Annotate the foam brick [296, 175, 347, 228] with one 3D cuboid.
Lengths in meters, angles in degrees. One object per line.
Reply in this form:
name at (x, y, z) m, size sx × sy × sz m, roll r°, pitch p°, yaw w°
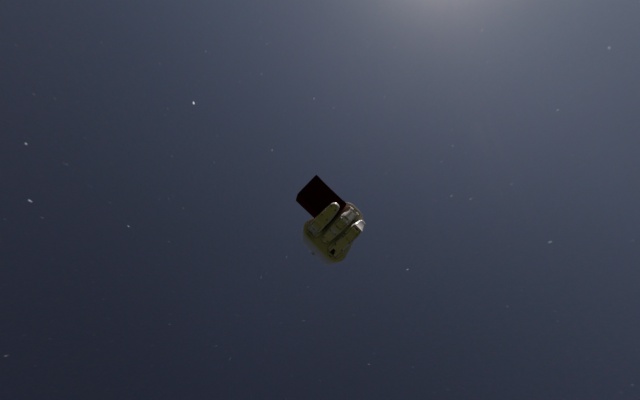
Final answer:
foam brick at (0.000, 0.003, 0.875) m, size 0.053 × 0.078 × 0.051 m, roll -44°, pitch -5°, yaw -13°
